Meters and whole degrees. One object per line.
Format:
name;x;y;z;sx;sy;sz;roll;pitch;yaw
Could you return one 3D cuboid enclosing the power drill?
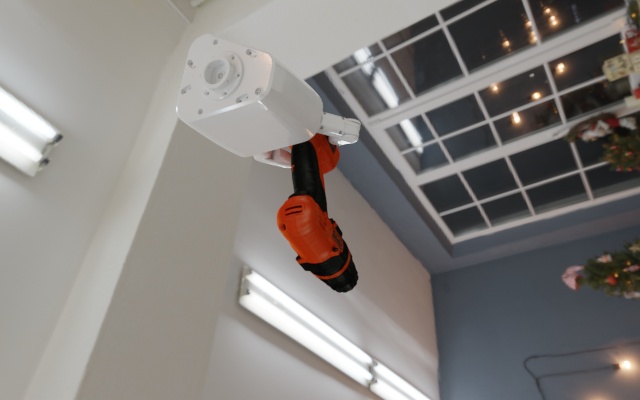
power drill;0.000;0.001;0.573;0.057;0.187;0.184;-14;-36;11
